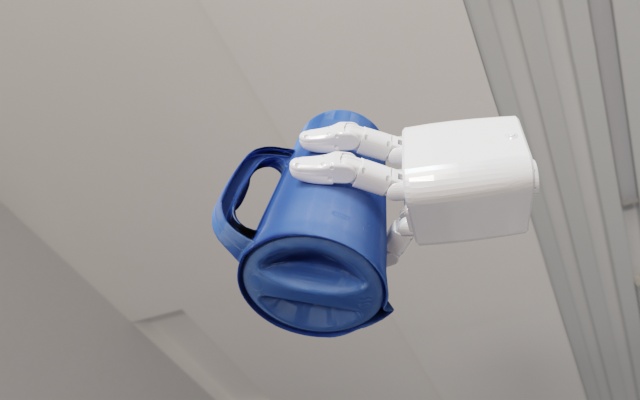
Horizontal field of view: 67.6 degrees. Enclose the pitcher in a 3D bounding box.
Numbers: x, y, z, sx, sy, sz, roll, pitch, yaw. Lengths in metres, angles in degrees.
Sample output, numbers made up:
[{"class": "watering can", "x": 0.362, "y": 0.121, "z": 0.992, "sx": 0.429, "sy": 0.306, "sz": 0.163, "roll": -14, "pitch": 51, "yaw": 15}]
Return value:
[{"class": "pitcher", "x": 0.000, "y": 0.002, "z": 0.496, "sx": 0.145, "sy": 0.149, "sz": 0.242, "roll": -7, "pitch": 37, "yaw": 16}]
